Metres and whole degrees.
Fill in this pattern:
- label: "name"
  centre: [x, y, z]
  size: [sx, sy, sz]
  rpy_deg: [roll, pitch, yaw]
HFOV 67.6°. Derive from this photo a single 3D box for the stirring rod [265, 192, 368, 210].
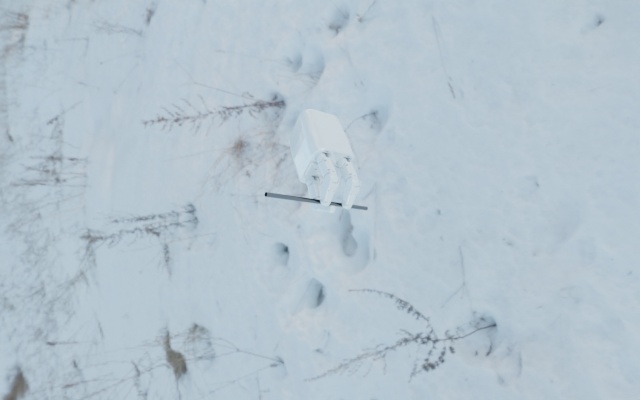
- label: "stirring rod"
  centre: [0.000, 0.003, 0.878]
  size: [0.239, 0.011, 0.011]
  rpy_deg: [8, -5, -40]
